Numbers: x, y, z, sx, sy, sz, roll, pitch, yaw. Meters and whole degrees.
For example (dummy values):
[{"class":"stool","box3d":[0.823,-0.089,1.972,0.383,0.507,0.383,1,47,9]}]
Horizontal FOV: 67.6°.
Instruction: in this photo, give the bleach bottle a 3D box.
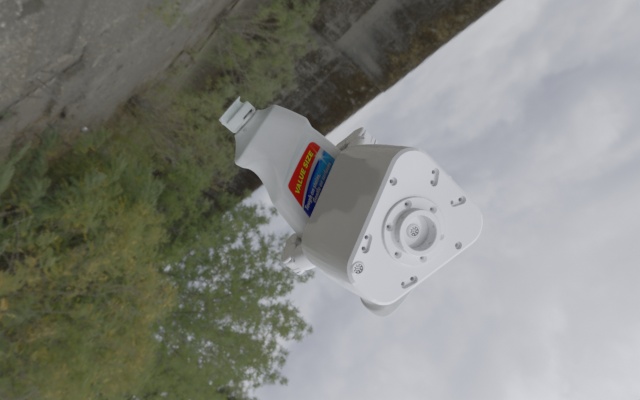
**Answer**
[{"class":"bleach bottle","box3d":[0.000,0.001,0.472,0.251,0.102,0.068,42,-7,-17]}]
